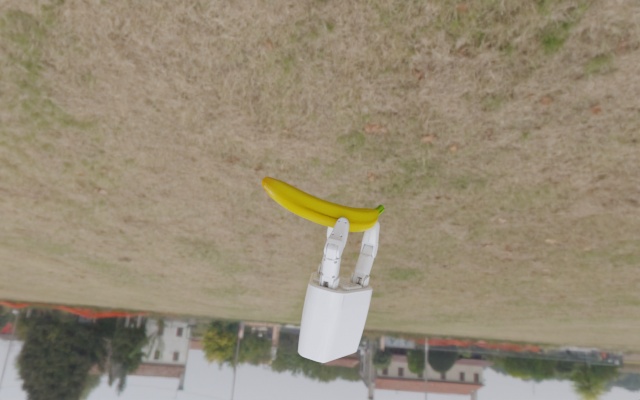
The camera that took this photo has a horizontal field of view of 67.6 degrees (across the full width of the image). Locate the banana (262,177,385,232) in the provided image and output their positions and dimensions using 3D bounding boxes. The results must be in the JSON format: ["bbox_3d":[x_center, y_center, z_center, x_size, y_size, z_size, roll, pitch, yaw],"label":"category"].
[{"bbox_3d":[0.004,0.011,0.719,0.198,0.037,0.069,16,22,-9],"label":"banana"}]
